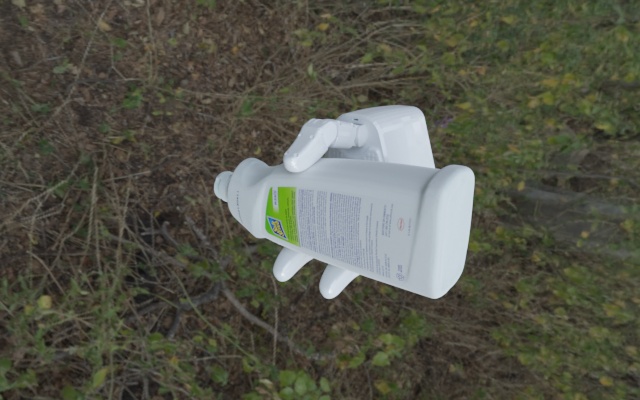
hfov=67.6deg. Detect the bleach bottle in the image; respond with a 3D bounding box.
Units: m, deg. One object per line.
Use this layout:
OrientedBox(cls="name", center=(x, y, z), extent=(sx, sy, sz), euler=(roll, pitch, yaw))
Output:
OrientedBox(cls="bleach bottle", center=(0.000, 0.002, 0.423), extent=(0.251, 0.103, 0.068), euler=(14, 24, 34))
